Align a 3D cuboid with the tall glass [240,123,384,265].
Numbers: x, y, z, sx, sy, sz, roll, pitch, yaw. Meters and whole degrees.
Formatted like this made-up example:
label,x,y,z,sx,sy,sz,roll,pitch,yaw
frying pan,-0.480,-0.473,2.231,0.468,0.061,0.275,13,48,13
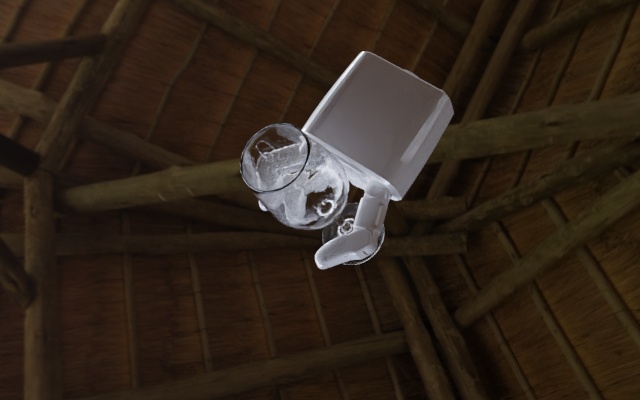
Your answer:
label,x,y,z,sx,sy,sz,roll,pitch,yaw
tall glass,0.000,0.002,0.462,0.079,0.079,0.201,0,-21,24
